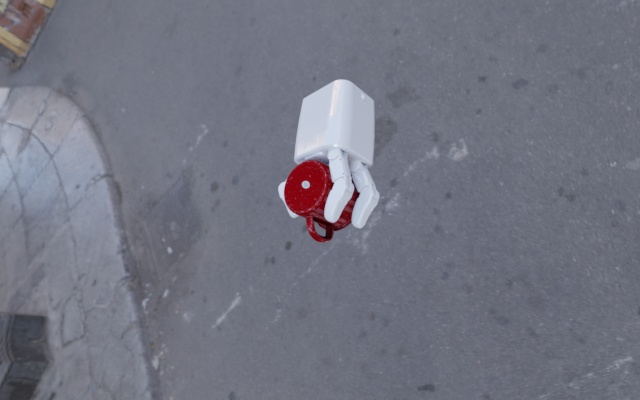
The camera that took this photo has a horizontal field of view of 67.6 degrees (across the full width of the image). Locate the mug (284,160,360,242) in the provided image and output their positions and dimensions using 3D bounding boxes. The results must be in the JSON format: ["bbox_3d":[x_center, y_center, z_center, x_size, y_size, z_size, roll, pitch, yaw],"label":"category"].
[{"bbox_3d":[0.000,0.004,0.692,0.093,0.117,0.081,-8,-21,37],"label":"mug"}]
